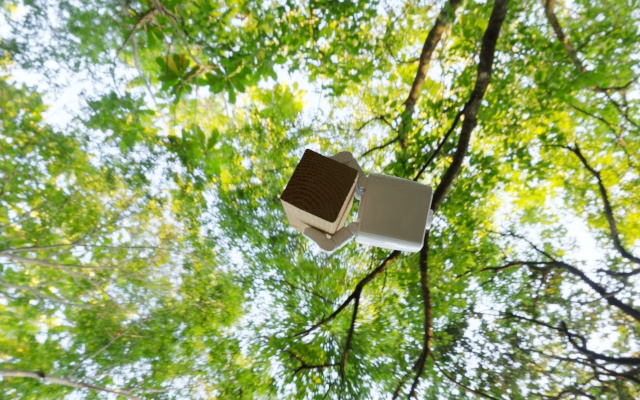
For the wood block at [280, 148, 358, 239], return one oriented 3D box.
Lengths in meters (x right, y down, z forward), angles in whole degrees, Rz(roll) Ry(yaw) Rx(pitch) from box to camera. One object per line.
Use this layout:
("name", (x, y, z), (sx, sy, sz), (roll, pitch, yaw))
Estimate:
("wood block", (0.000, 0.003, 0.793), (0.090, 0.091, 0.206), (25, -13, 7))
